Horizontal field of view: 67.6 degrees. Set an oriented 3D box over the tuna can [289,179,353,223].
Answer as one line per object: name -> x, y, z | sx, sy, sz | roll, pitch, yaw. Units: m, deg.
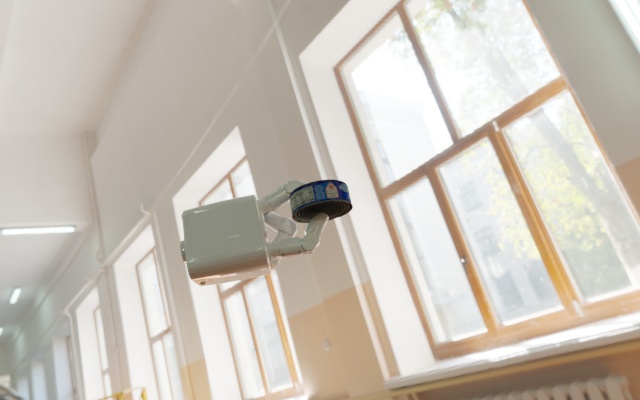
tuna can -> 0.000, 0.002, 0.665 | 0.086, 0.033, 0.086 | -10, -19, -3
